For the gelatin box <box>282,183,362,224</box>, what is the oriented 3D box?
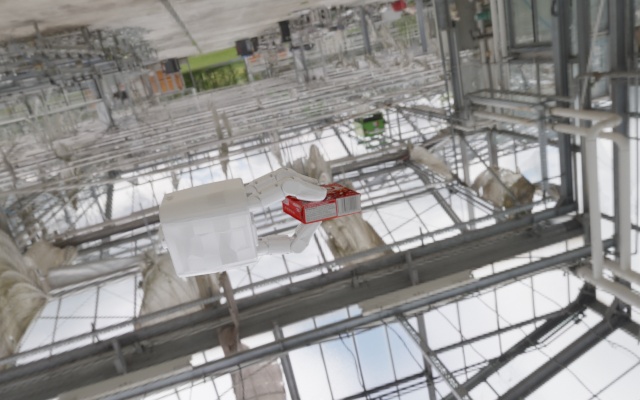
[{"bbox_3d":[0.000,0.003,0.651,0.089,0.030,0.073,-11,17,-23],"label":"gelatin box"}]
